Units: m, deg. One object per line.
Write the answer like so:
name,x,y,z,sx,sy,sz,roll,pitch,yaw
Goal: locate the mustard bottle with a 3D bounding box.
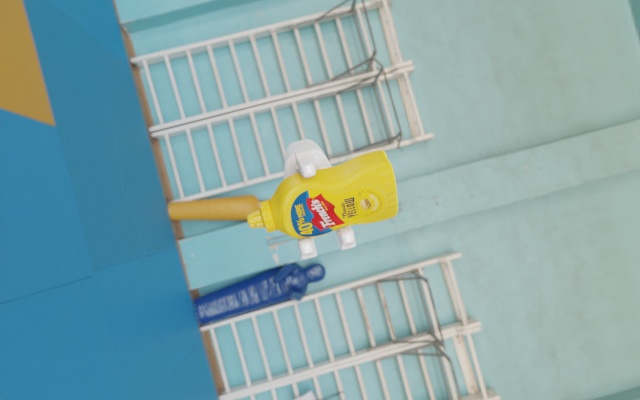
mustard bottle,0.000,0.002,0.614,0.191,0.096,0.058,-15,43,-1
